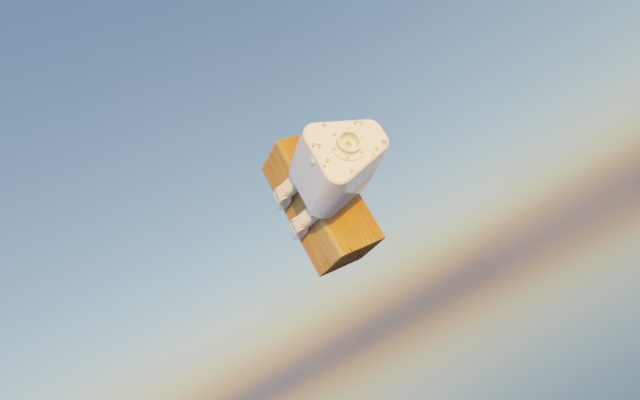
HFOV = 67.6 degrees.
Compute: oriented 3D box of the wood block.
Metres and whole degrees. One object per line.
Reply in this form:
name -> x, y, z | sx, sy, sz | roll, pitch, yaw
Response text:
wood block -> 0.000, 0.002, 0.760 | 0.091, 0.206, 0.090 | -18, -20, -33
